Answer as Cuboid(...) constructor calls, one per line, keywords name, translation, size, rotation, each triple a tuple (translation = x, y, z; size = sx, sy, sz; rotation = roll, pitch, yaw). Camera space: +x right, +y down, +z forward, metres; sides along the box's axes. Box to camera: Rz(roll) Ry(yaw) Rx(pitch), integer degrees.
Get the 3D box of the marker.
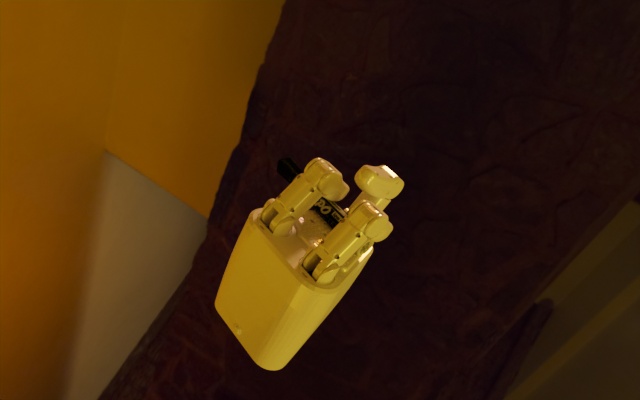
Cuboid(name="marker", translation=(0.000, 0.001, 0.422), size=(0.121, 0.020, 0.020), rotation=(45, 25, 28))
